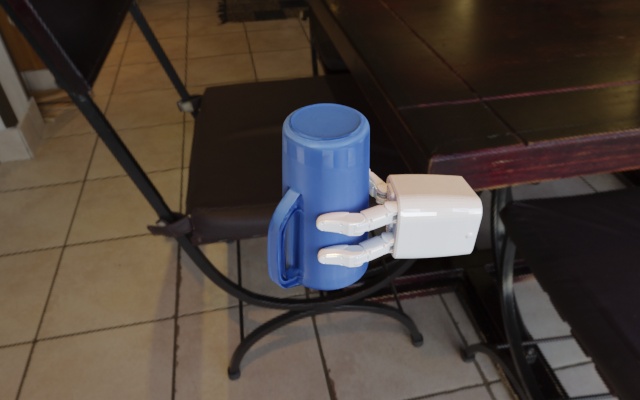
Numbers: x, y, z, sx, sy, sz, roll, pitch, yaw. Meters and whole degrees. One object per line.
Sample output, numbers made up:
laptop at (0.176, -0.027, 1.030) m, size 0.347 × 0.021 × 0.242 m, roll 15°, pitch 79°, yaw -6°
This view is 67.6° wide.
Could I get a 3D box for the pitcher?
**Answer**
pitcher at (0.000, 0.002, 0.650) m, size 0.145 × 0.243 × 0.149 m, roll -1°, pitch 38°, yaw -1°
